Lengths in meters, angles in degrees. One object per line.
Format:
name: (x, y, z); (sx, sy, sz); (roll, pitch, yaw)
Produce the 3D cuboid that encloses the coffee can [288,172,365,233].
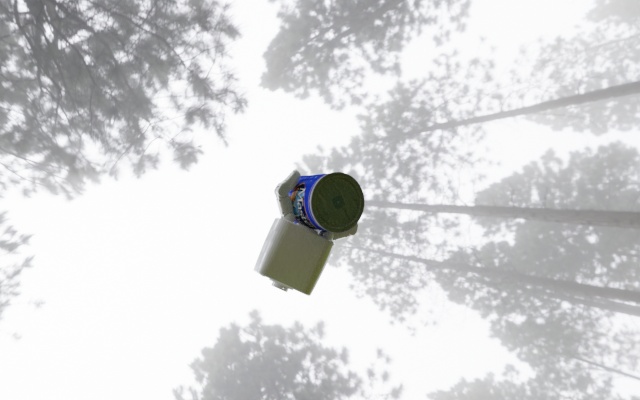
coffee can: (0.000, 0.003, 0.863); (0.103, 0.103, 0.140); (0, 0, -26)
